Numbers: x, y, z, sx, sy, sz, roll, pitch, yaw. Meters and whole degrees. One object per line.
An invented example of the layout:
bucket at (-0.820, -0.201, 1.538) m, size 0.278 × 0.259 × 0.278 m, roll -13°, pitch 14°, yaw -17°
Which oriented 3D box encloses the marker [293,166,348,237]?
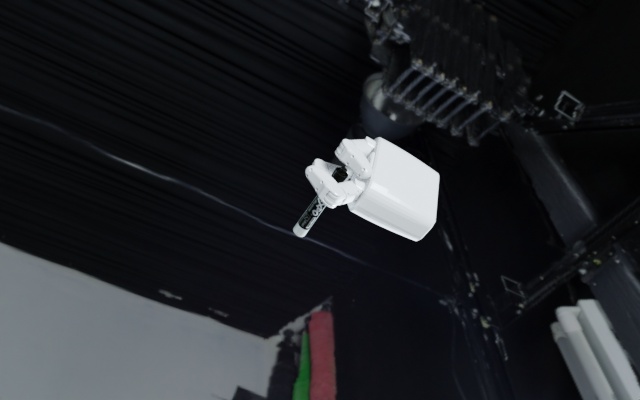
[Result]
marker at (0.000, 0.002, 0.621) m, size 0.020 × 0.020 × 0.121 m, roll 0°, pitch -43°, yaw -42°
